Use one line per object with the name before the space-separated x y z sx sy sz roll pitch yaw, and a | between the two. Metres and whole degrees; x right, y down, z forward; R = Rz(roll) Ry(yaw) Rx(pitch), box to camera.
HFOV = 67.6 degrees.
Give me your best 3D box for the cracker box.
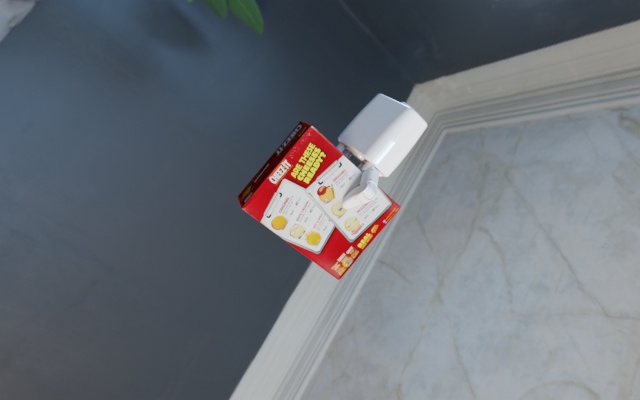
cracker box | 0.000 0.003 0.776 0.214 0.164 0.072 39 2 -24
